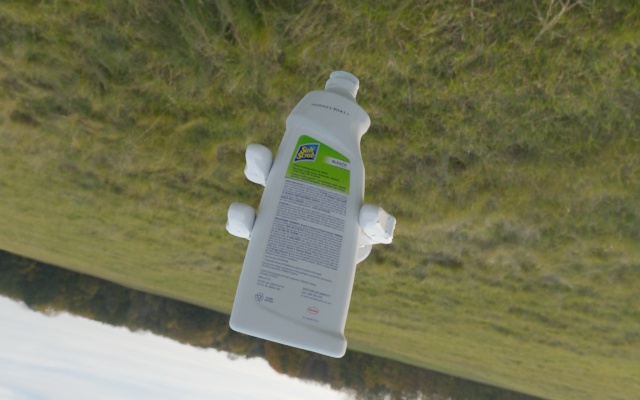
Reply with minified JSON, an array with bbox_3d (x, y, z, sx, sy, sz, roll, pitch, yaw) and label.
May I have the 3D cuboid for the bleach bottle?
[{"bbox_3d":[0.000,0.001,0.429,0.102,0.250,0.068,17,-16,-6],"label":"bleach bottle"}]
